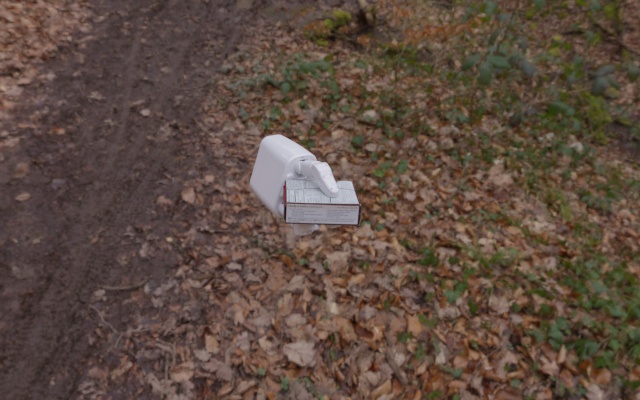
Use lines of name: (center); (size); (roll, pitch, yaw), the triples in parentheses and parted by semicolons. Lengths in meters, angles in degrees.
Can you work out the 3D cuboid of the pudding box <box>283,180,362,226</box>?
pudding box: (0.000, 0.002, 0.721); (0.113, 0.039, 0.090); (0, 25, -4)
